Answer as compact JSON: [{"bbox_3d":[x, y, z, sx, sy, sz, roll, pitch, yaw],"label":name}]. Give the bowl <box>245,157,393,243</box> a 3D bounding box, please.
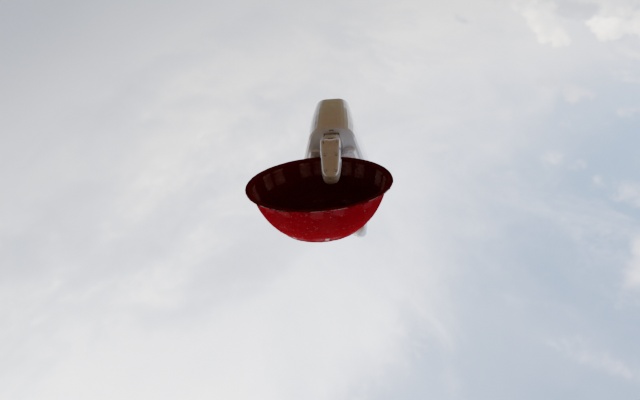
[{"bbox_3d":[0.000,0.003,0.531,0.162,0.055,0.162,-4,23,2],"label":"bowl"}]
